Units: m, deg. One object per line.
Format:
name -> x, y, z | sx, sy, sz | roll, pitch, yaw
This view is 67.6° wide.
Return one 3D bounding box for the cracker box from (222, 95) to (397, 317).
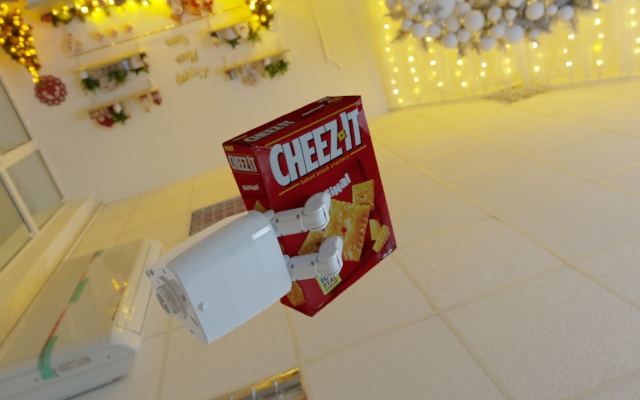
cracker box -> 0.000, 0.002, 0.570 | 0.164, 0.214, 0.072 | -32, 26, -33
